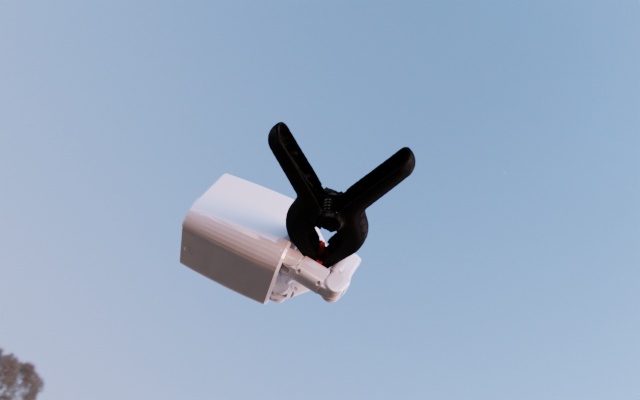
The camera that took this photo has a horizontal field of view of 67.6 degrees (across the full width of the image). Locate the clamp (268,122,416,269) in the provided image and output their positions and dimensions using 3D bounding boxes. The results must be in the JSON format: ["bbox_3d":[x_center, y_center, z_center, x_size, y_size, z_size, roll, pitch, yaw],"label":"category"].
[{"bbox_3d":[0.000,0.001,0.435,0.120,0.172,0.039,22,43,0],"label":"clamp"}]
